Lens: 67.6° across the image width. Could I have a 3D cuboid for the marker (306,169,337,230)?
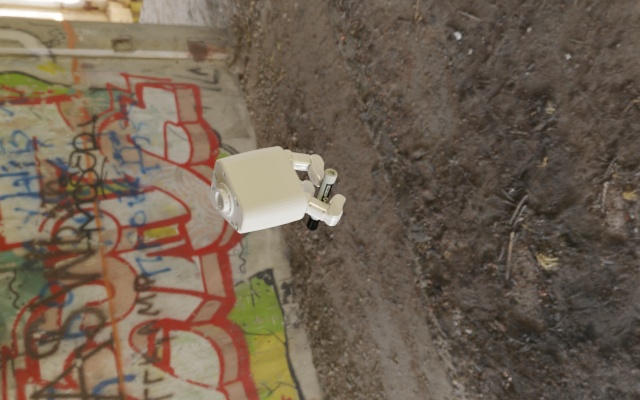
[{"bbox_3d":[0.000,0.002,0.739,0.020,0.121,0.020,11,41,-10],"label":"marker"}]
